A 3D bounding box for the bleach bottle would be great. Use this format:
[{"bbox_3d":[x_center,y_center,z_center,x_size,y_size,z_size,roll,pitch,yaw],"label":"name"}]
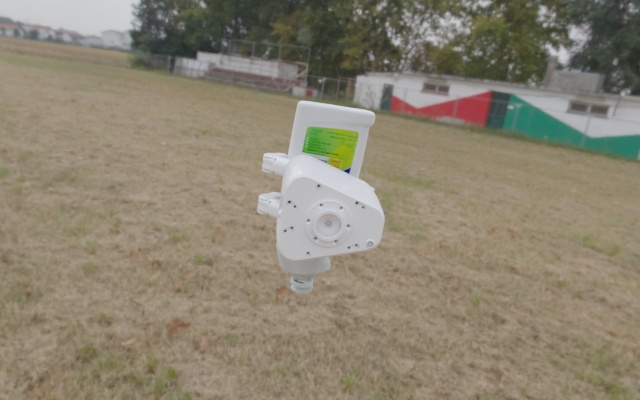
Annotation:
[{"bbox_3d":[0.000,0.002,0.628,0.102,0.251,0.068,8,14,-4],"label":"bleach bottle"}]
